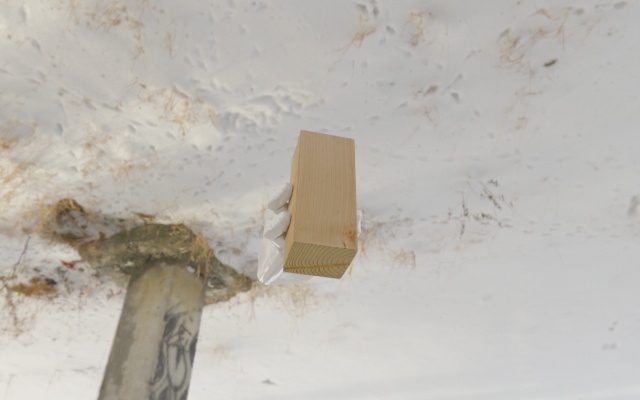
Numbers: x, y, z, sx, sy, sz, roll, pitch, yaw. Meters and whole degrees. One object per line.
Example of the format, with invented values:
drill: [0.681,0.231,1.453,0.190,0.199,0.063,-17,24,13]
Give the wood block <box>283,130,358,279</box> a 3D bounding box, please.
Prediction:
wood block: [0.000,0.003,0.725,0.091,0.206,0.090,9,-37,-10]
